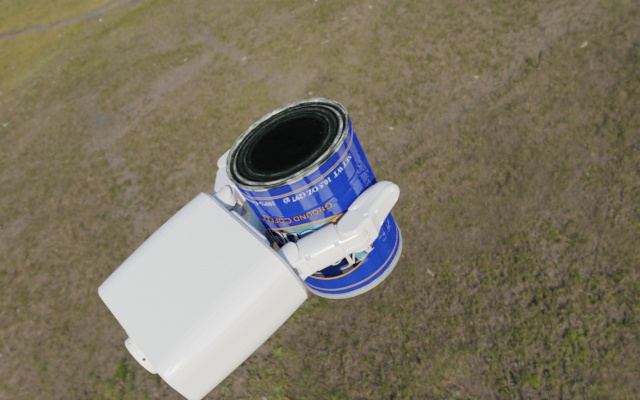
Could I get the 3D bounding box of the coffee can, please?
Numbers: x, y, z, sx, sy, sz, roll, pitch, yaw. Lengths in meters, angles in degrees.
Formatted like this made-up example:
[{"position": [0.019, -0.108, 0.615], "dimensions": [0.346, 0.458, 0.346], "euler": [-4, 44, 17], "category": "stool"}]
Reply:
[{"position": [0.000, 0.001, 0.402], "dimensions": [0.103, 0.102, 0.140], "euler": [0, -43, 31], "category": "coffee can"}]
